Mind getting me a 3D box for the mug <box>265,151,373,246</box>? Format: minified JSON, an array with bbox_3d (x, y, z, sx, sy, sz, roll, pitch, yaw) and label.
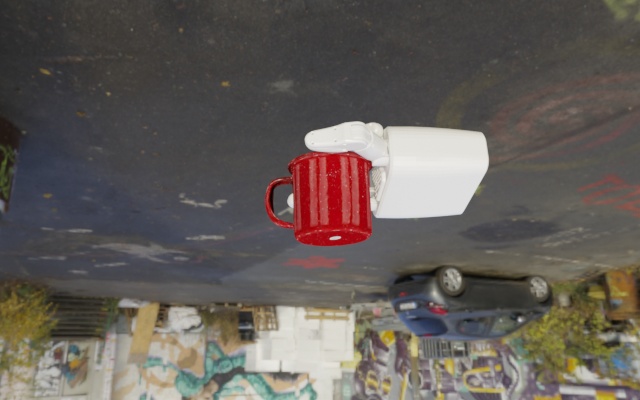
[{"bbox_3d":[-0.001,0.002,0.505,0.117,0.081,0.093,-1,-17,-5],"label":"mug"}]
